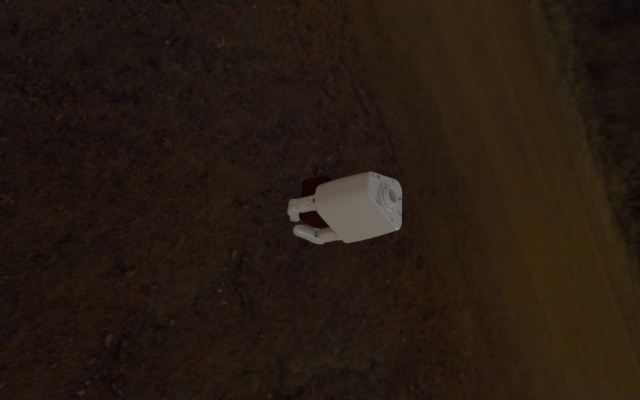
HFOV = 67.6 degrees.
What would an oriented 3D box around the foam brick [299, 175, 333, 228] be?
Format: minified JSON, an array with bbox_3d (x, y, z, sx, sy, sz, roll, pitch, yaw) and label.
[{"bbox_3d":[0.000,0.002,0.848,0.051,0.078,0.053,-13,-32,32],"label":"foam brick"}]
